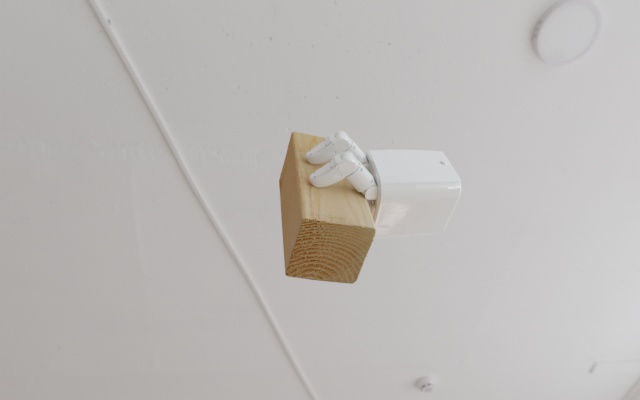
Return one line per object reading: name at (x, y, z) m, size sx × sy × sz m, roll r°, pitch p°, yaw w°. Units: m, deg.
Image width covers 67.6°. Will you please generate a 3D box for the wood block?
wood block at (0.000, 0.002, 0.633) m, size 0.090 × 0.091 × 0.206 m, roll 9°, pitch 33°, yaw -13°
